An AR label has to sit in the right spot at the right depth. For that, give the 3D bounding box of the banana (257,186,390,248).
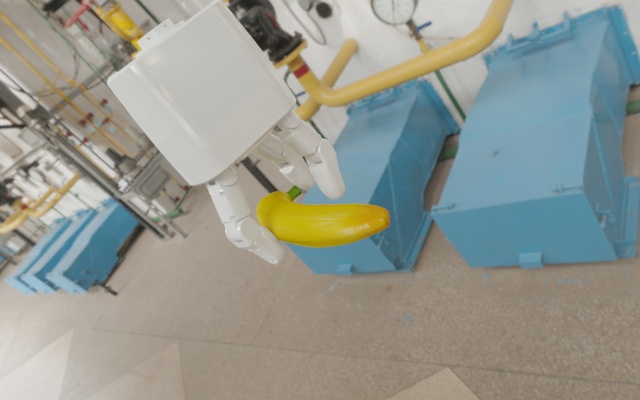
[{"bbox_3d":[-0.015,0.012,0.437,0.069,0.037,0.197,-39,23,-15],"label":"banana"}]
